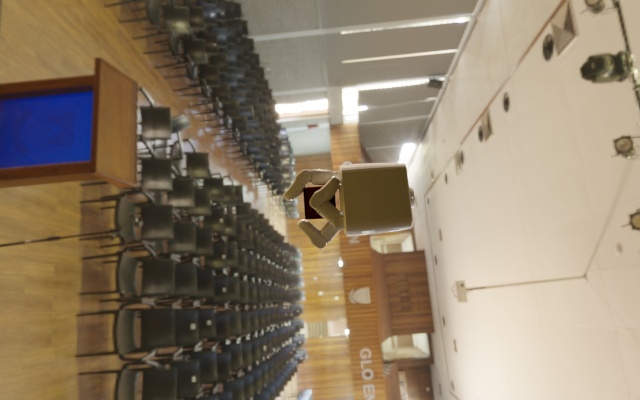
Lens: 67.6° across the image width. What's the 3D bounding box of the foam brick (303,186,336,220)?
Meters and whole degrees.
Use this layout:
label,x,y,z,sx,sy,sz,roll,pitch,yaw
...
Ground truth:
label,x,y,z,sx,sy,sz,roll,pitch,yaw
foam brick,0.000,0.002,0.796,0.051,0.053,0.078,-4,3,1
